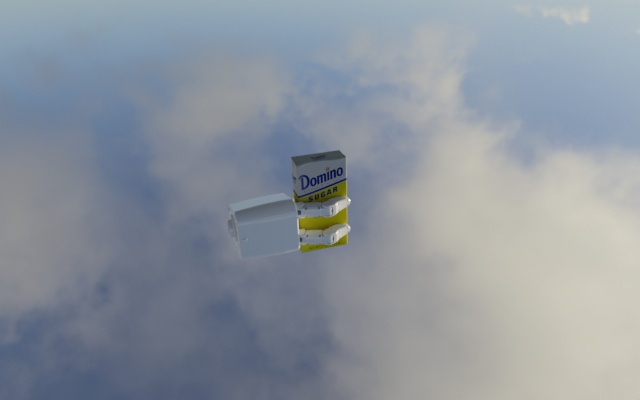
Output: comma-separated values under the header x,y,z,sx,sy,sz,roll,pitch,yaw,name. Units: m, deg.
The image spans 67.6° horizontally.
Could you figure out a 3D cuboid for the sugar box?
x,y,z,sx,sy,sz,roll,pitch,yaw,name
0.000,0.003,0.864,0.093,0.176,0.048,-10,29,-15,sugar box
